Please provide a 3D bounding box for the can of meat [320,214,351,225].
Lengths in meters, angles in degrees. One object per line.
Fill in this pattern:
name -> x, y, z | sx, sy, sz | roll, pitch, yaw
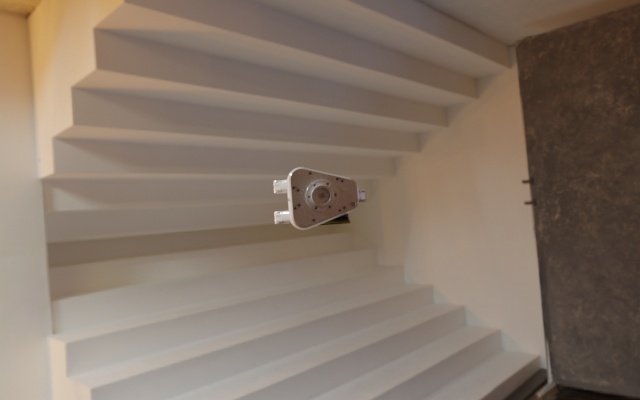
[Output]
can of meat -> 0.000, 0.002, 0.862 | 0.102, 0.084, 0.057 | -4, -2, -1
